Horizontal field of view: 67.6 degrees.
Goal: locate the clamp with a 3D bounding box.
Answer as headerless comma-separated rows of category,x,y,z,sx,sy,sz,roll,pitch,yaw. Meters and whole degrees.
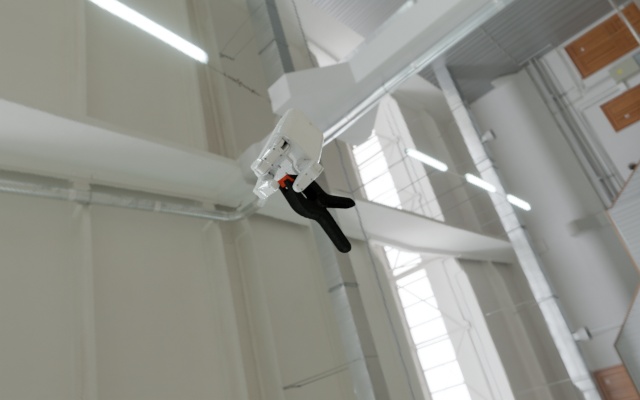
clamp,0.000,0.003,0.837,0.039,0.171,0.120,-34,23,31
